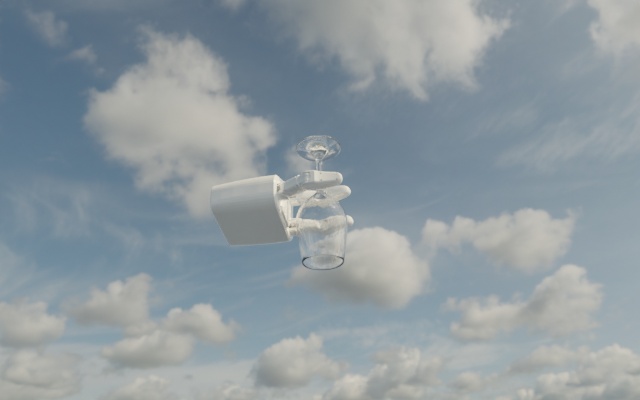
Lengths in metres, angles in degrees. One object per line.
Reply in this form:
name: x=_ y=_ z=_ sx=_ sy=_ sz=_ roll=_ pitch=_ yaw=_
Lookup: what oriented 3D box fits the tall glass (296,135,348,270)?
tall glass: x=0.000 y=0.002 z=0.735 sx=0.079 sy=0.201 sz=0.079 roll=-2 pitch=-29 yaw=-1
